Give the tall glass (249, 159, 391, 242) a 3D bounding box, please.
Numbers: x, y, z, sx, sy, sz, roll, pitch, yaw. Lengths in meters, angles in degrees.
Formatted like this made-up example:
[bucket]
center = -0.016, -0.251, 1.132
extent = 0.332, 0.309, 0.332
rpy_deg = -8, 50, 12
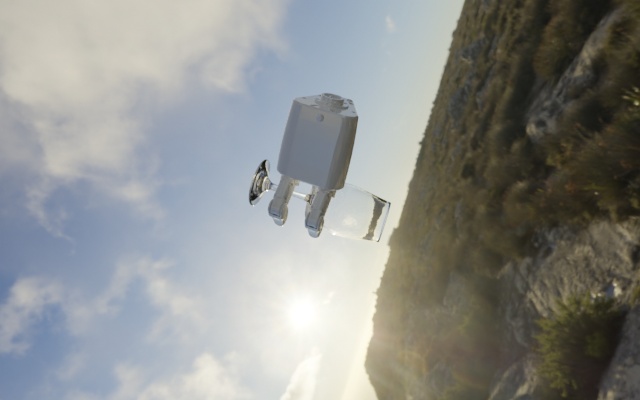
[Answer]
[tall glass]
center = -0.001, 0.002, 0.711
extent = 0.201, 0.079, 0.079
rpy_deg = 18, 3, 9
